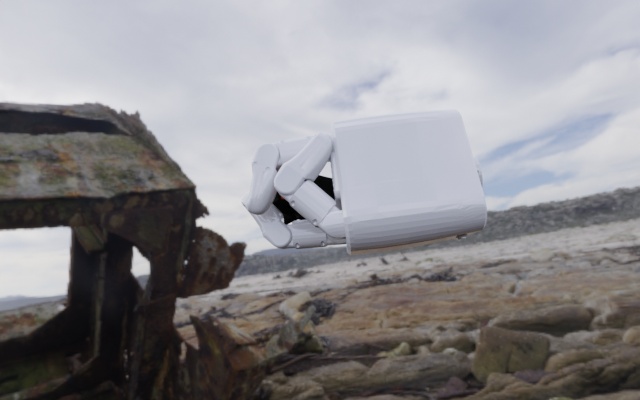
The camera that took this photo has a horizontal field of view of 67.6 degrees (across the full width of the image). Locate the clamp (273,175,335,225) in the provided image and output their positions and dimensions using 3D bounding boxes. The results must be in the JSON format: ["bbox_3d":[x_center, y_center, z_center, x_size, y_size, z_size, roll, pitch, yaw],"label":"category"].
[{"bbox_3d":[0.000,0.001,0.484,0.120,0.039,0.171,-7,-9,2],"label":"clamp"}]
